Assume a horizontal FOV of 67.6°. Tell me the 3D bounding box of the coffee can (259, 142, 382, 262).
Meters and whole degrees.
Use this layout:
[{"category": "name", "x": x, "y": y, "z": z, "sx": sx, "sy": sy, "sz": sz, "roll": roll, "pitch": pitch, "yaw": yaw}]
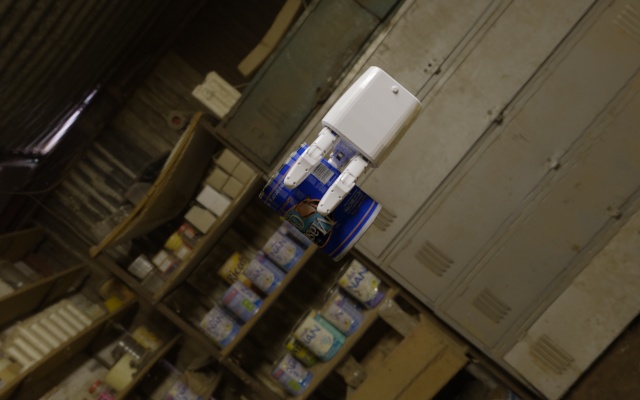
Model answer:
[{"category": "coffee can", "x": 0.000, "y": 0.002, "z": 0.670, "sx": 0.140, "sy": 0.103, "sz": 0.103, "roll": 39, "pitch": -1, "yaw": -1}]
